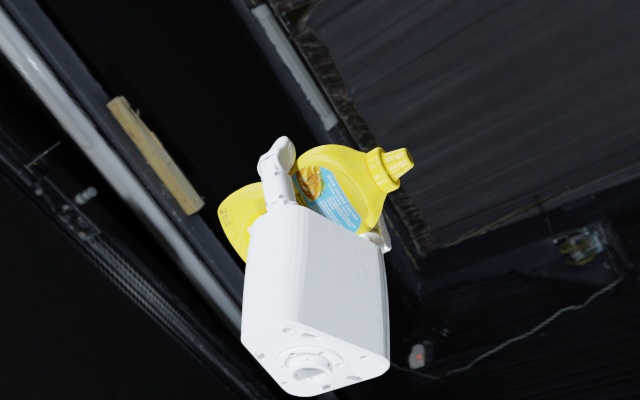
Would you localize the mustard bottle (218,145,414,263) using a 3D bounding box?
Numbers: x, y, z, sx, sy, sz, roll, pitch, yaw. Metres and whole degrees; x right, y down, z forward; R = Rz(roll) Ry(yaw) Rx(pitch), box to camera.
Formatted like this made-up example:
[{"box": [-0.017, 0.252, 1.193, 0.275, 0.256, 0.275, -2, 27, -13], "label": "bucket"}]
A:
[{"box": [0.000, 0.001, 0.458, 0.192, 0.096, 0.058, -27, 14, 24], "label": "mustard bottle"}]
